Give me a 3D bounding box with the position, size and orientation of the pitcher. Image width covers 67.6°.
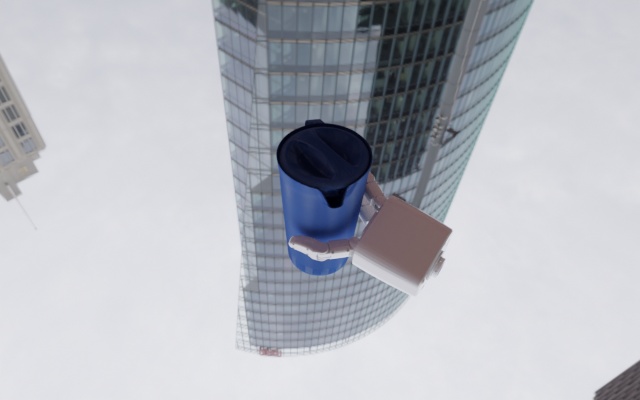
[{"bbox_3d":[0.000,0.003,0.751,0.145,0.243,0.149,27,53,19],"label":"pitcher"}]
